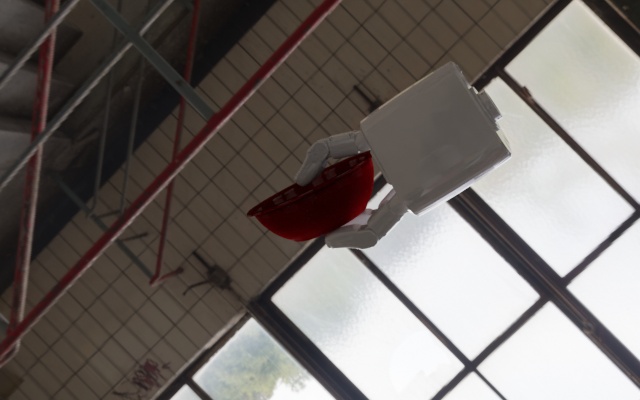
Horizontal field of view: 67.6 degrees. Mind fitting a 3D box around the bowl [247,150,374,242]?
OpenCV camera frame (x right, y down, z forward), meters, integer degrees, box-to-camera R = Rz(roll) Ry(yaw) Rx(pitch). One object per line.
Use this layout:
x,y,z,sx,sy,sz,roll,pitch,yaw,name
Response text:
-0.001,0.003,0.544,0.162,0.055,0.162,-25,8,4,bowl
